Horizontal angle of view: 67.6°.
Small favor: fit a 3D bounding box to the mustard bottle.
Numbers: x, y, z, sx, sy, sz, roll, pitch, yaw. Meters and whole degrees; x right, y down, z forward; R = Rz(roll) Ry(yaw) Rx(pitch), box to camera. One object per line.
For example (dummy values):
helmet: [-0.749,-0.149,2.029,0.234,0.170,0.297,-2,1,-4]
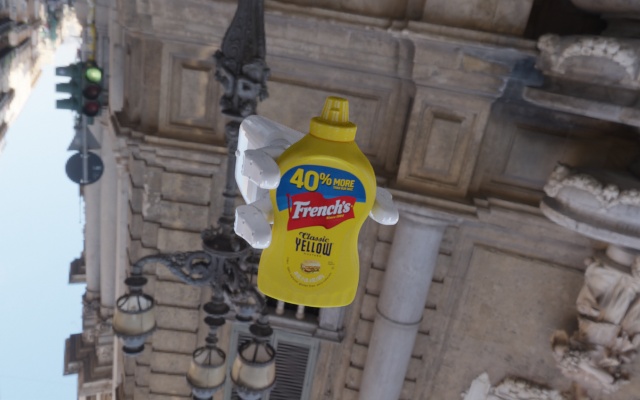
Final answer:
mustard bottle: [0.000,0.002,0.439,0.096,0.192,0.058,9,19,0]
